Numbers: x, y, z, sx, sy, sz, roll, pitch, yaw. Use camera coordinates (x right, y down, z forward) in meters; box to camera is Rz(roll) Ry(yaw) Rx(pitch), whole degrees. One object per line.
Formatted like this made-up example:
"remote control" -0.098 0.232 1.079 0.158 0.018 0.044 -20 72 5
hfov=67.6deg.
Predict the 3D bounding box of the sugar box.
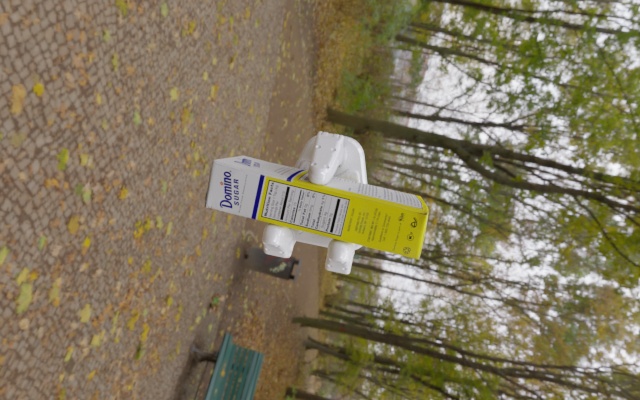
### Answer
"sugar box" 0.000 0.002 0.415 0.176 0.048 0.093 11 9 5
